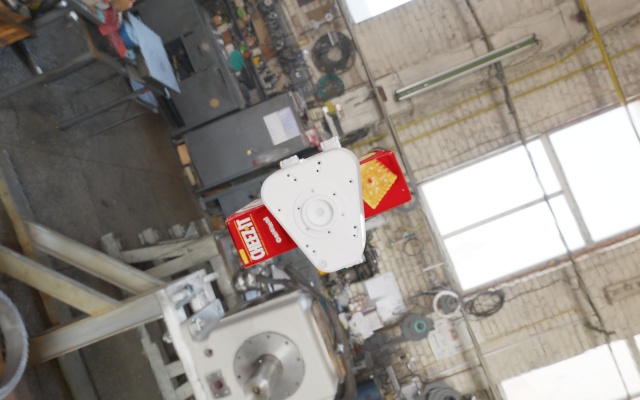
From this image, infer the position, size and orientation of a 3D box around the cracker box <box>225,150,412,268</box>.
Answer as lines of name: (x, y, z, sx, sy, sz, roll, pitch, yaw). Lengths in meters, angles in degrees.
cracker box: (0.000, 0.002, 0.628, 0.214, 0.072, 0.164, -22, 4, 5)
